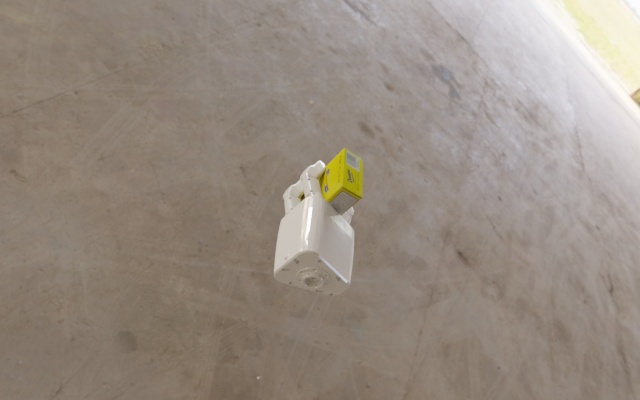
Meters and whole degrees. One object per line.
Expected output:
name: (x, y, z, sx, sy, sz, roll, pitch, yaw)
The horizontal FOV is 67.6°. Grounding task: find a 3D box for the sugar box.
sugar box: (0.000, 0.002, 0.791, 0.048, 0.093, 0.176, 31, -50, -23)
